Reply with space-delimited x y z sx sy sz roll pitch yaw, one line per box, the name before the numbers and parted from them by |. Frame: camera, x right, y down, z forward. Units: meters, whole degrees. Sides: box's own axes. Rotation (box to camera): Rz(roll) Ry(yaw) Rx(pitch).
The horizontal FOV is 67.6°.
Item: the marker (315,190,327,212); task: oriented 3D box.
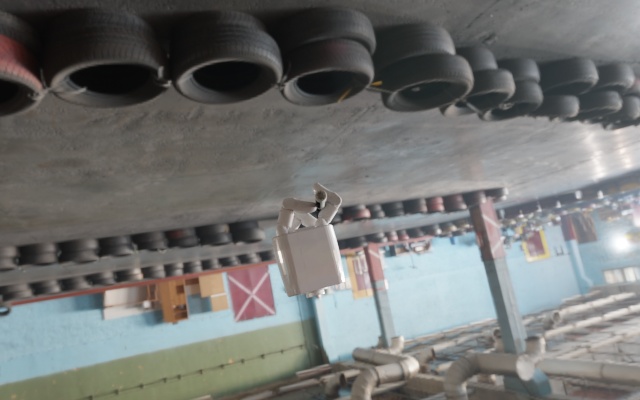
marker | 0.000 0.003 0.832 0.020 0.020 0.121 0 -10 -1
